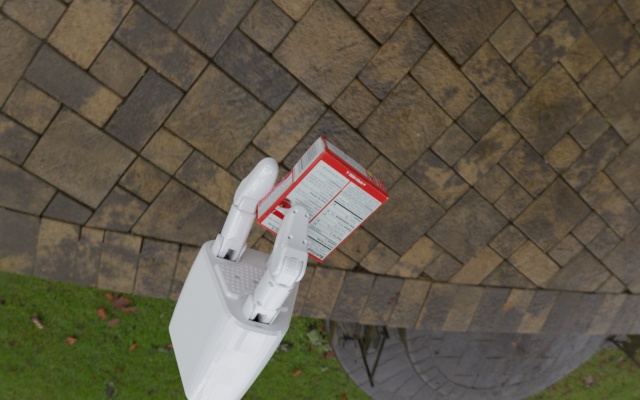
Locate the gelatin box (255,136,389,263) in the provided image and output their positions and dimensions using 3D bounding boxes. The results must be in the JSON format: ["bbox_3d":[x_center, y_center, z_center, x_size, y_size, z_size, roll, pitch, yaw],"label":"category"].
[{"bbox_3d":[0.000,0.001,0.403,0.073,0.089,0.030,34,24,-26],"label":"gelatin box"}]
